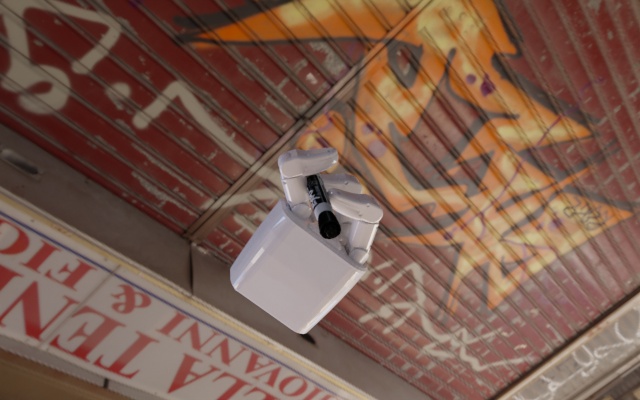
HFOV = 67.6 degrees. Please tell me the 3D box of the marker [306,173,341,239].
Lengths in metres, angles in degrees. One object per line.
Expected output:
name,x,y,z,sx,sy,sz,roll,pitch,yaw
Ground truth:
marker,0.000,0.001,0.454,0.020,0.020,0.121,0,26,-10
